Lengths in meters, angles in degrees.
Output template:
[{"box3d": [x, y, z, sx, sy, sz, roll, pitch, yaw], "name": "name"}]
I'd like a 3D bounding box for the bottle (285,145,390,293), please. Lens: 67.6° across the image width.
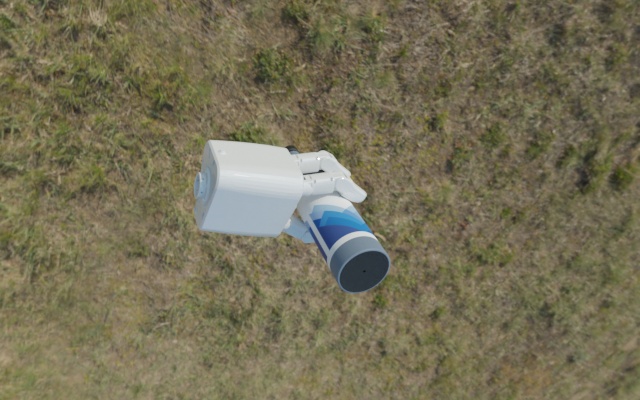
[{"box3d": [0.000, 0.002, 0.658, 0.069, 0.069, 0.295, 0, 33, -24], "name": "bottle"}]
